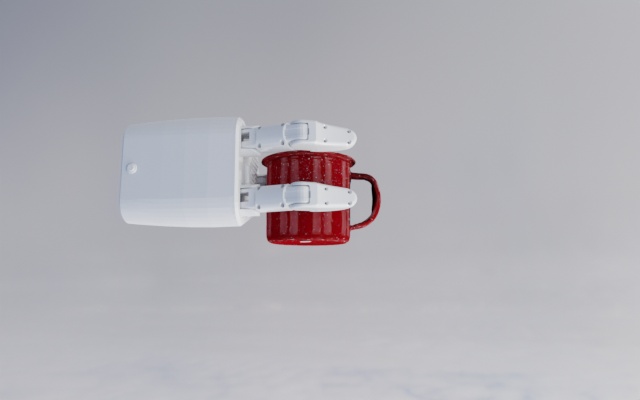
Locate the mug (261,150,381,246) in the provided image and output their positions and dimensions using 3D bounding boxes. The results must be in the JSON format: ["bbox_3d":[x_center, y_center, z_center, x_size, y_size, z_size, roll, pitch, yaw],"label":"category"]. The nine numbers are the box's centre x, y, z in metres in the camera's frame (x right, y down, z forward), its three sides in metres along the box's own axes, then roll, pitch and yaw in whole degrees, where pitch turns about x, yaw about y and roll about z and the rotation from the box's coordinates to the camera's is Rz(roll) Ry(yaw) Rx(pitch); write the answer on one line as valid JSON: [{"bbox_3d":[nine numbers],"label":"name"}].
[{"bbox_3d":[0.002,0.002,0.466,0.117,0.081,0.093,-1,-9,3],"label":"mug"}]
